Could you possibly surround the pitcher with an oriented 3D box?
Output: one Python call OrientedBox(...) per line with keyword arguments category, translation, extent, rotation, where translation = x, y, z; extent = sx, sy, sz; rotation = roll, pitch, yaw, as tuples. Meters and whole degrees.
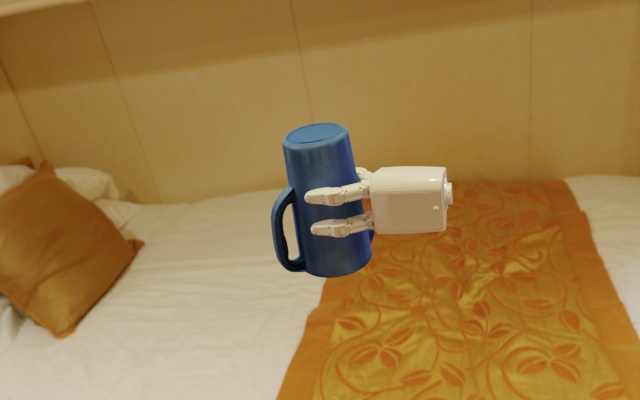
OrientedBox(category="pitcher", translation=(0.000, 0.003, 0.803), extent=(0.145, 0.243, 0.149), rotation=(0, 28, 20))
